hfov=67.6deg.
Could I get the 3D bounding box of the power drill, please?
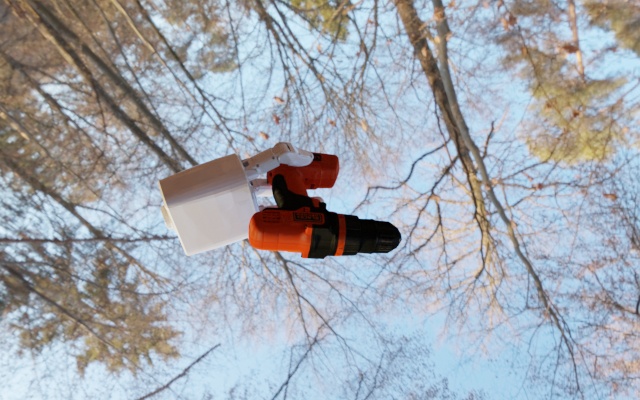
[{"bbox_3d":[0.000,0.002,0.626,0.184,0.057,0.187,5,31,-11],"label":"power drill"}]
